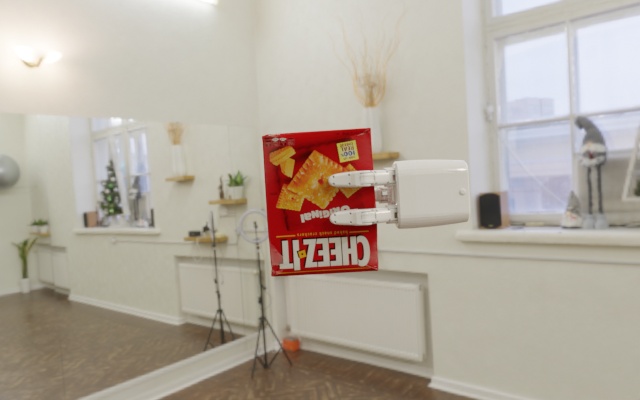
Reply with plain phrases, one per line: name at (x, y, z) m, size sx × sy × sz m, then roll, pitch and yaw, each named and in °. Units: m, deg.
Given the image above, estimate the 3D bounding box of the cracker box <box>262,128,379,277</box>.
cracker box at (0.000, 0.002, 0.727) m, size 0.164 × 0.213 × 0.072 m, roll -3°, pitch 2°, yaw 1°
